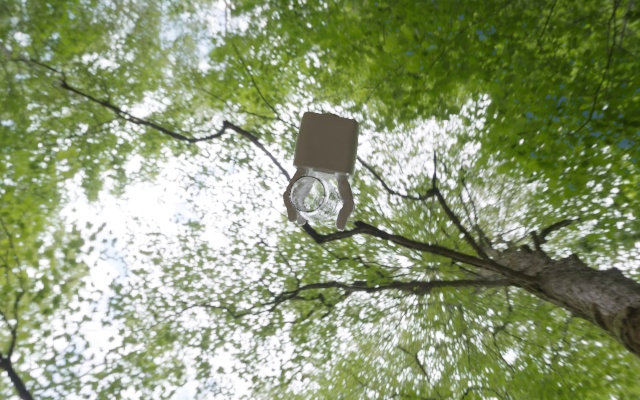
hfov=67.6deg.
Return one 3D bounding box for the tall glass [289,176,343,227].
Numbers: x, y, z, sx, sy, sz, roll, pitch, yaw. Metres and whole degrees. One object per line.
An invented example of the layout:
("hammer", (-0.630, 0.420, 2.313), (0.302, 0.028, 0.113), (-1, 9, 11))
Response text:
("tall glass", (0.000, 0.003, 0.881), (0.079, 0.079, 0.201), (0, -8, 13))
